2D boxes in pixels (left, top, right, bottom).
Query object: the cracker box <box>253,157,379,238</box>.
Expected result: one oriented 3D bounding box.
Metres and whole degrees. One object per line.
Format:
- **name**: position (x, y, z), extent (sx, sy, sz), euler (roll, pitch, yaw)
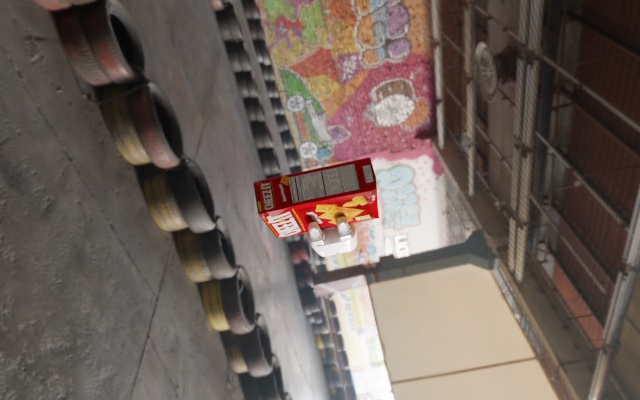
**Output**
- **cracker box**: position (0.000, 0.003, 0.898), extent (0.214, 0.072, 0.164), euler (-12, -21, 3)
